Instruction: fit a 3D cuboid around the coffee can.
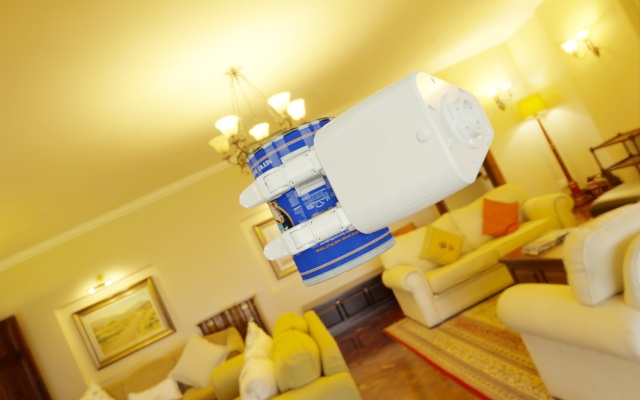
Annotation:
[{"bbox_3d":[0.000,0.002,0.484,0.103,0.140,0.103,-26,-3,-1],"label":"coffee can"}]
